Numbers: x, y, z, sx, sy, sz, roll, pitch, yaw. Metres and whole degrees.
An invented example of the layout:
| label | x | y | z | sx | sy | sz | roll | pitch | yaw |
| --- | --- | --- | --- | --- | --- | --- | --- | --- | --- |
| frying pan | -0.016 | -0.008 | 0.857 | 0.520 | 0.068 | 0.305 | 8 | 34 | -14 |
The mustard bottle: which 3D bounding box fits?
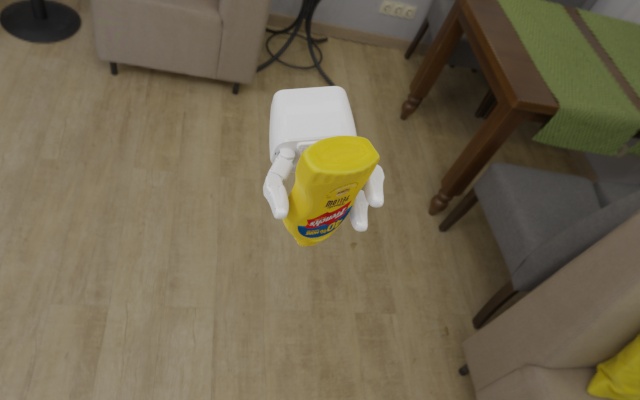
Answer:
| label | x | y | z | sx | sy | sz | roll | pitch | yaw |
| --- | --- | --- | --- | --- | --- | --- | --- | --- | --- |
| mustard bottle | 0.000 | 0.002 | 0.613 | 0.096 | 0.058 | 0.192 | -17 | -29 | -29 |
